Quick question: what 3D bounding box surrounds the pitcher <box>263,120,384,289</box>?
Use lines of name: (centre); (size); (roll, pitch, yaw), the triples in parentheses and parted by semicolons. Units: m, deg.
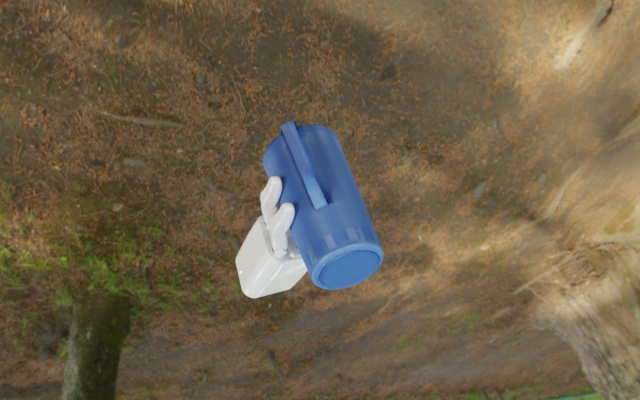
pitcher: (0.000, 0.002, 0.720); (0.149, 0.242, 0.145); (9, -48, -34)
